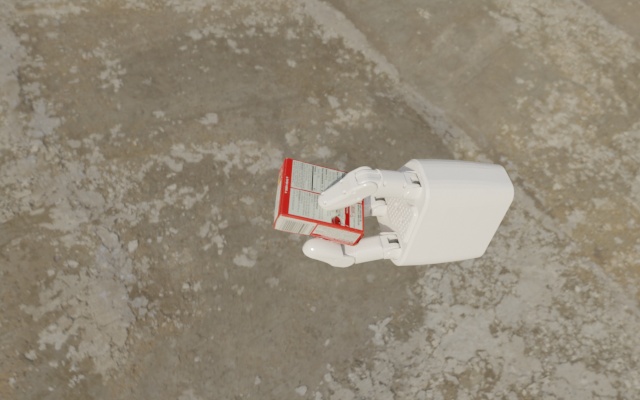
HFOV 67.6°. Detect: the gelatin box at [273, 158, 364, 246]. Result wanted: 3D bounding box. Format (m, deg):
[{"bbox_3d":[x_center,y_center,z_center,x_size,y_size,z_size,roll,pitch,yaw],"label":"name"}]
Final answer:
[{"bbox_3d":[0.000,0.001,0.485,0.089,0.073,0.030,13,-38,-15],"label":"gelatin box"}]
